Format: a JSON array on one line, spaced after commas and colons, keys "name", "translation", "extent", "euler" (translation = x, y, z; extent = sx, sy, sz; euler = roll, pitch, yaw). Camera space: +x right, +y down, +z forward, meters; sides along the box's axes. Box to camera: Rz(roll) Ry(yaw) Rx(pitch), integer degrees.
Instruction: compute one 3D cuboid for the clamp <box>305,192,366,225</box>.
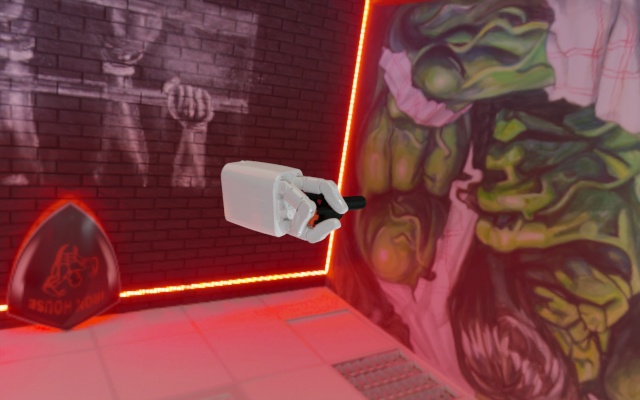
[{"name": "clamp", "translation": [0.000, 0.003, 0.837], "extent": [0.120, 0.039, 0.171], "euler": [13, 14, 22]}]
